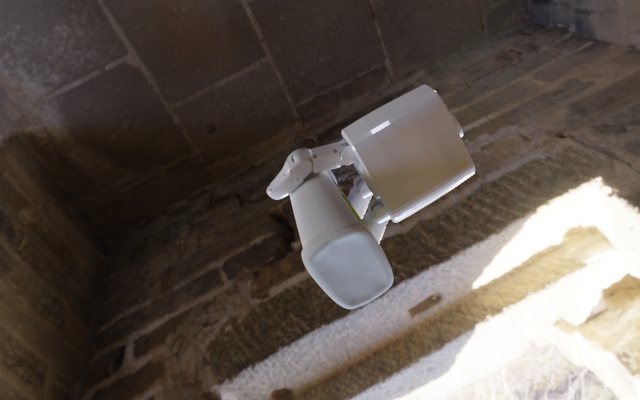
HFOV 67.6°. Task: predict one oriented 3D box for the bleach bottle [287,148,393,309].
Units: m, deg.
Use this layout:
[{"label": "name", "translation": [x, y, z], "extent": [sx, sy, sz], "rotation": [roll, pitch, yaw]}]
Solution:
[{"label": "bleach bottle", "translation": [0.000, 0.002, 0.541], "extent": [0.068, 0.103, 0.250], "rotation": [-31, 35, 5]}]
